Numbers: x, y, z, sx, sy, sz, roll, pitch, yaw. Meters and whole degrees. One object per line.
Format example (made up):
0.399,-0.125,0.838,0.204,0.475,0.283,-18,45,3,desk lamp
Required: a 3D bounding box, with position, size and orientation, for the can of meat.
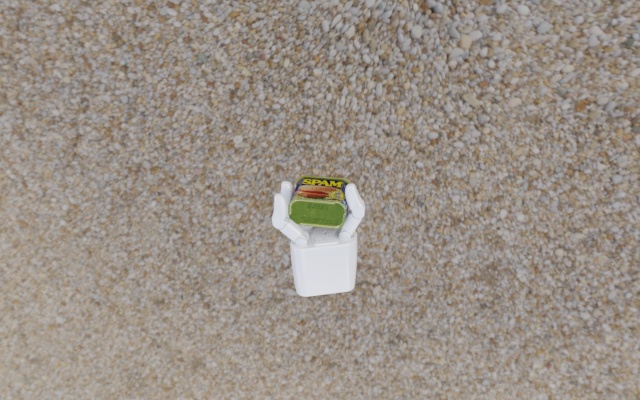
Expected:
0.000,0.003,0.814,0.102,0.057,0.084,5,29,7,can of meat
